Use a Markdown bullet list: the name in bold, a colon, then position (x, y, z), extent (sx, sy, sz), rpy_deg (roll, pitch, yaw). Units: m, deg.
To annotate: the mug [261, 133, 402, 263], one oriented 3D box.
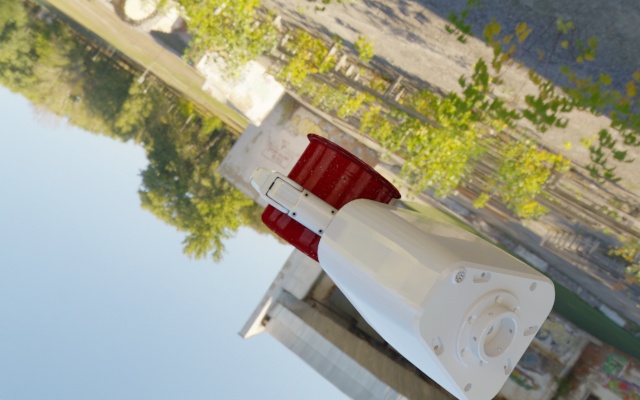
- **mug**: position (-0.001, 0.001, 0.404), extent (0.093, 0.081, 0.117), rpy_deg (35, -2, -31)
